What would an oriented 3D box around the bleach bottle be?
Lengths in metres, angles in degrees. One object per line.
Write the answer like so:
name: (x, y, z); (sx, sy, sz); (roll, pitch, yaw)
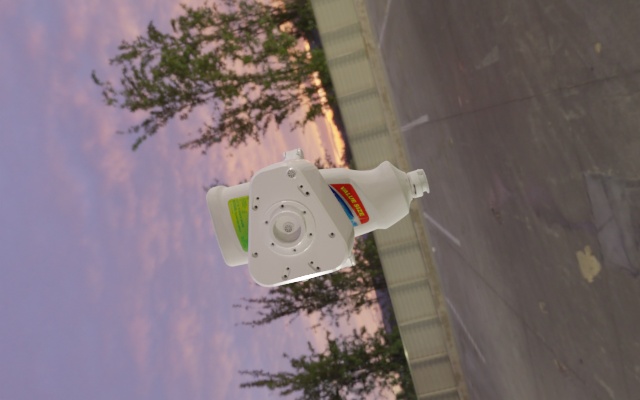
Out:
bleach bottle: (0.000, 0.002, 0.568); (0.251, 0.102, 0.068); (-15, 3, 6)
